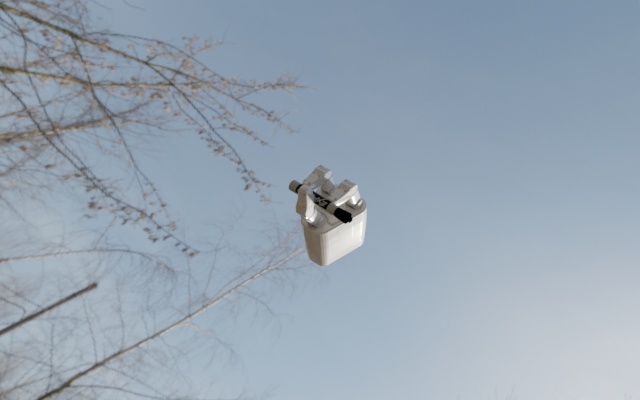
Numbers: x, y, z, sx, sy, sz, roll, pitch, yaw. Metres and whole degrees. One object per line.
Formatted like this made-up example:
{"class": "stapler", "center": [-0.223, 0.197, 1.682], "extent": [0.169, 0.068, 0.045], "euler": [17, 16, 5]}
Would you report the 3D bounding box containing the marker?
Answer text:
{"class": "marker", "center": [0.000, 0.002, 0.743], "extent": [0.121, 0.020, 0.020], "euler": [31, 15, 27]}
